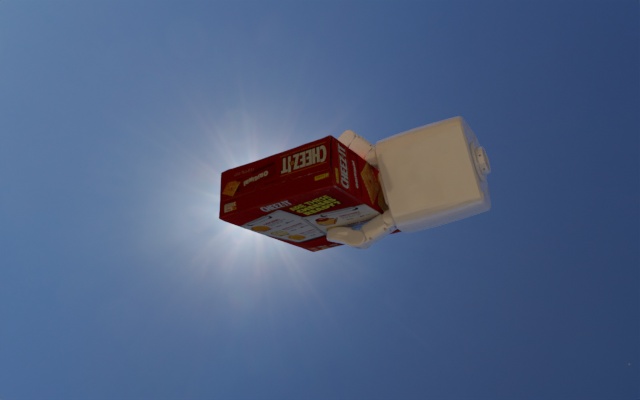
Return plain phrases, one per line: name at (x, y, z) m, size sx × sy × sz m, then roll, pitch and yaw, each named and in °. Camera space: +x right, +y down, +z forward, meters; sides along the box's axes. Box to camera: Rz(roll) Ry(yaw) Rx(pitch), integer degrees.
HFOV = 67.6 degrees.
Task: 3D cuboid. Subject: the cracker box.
cracker box at (0.000, 0.002, 0.627) m, size 0.164 × 0.072 × 0.214 m, roll -16°, pitch -24°, yaw 28°
